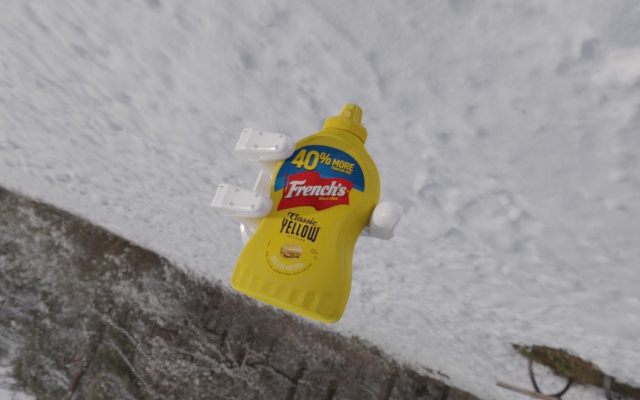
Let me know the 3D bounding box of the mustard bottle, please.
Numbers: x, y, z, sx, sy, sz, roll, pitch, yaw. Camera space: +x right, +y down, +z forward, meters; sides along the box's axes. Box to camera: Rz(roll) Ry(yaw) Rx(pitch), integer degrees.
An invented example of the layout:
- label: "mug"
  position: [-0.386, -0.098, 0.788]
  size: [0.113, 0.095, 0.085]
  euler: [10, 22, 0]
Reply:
- label: "mustard bottle"
  position: [0.000, 0.001, 0.417]
  size: [0.096, 0.191, 0.058]
  euler: [14, -17, 20]
